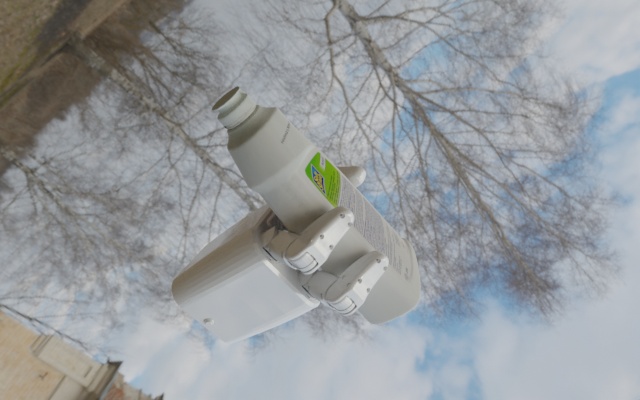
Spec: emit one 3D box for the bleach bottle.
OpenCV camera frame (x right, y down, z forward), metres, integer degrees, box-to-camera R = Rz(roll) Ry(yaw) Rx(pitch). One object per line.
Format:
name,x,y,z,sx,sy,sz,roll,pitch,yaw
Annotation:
bleach bottle,0.000,0.001,0.430,0.068,0.251,0.102,-30,28,20
